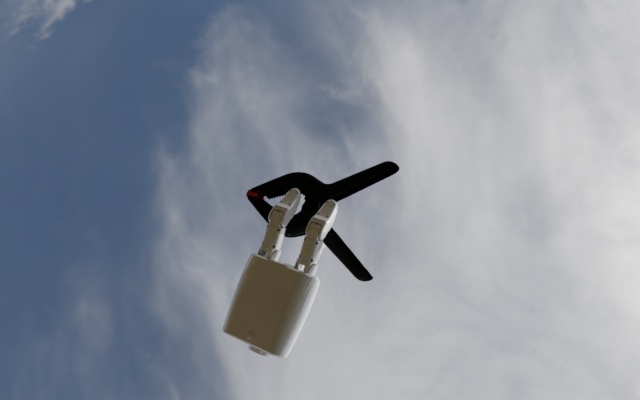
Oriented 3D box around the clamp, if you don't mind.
[{"bbox_3d":[0.000,0.002,0.656,0.210,0.164,0.036,17,-15,21],"label":"clamp"}]
